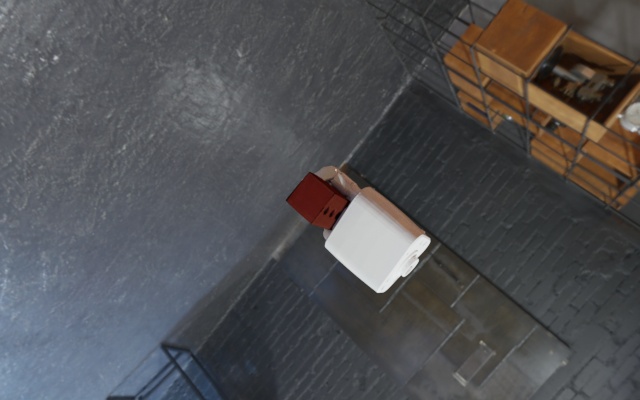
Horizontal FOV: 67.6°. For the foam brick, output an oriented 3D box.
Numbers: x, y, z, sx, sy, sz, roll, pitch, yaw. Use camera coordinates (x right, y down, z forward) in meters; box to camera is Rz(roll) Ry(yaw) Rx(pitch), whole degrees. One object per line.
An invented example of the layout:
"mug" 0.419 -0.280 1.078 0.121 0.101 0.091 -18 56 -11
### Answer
"foam brick" 0.000 0.002 0.661 0.051 0.053 0.078 42 7 23
